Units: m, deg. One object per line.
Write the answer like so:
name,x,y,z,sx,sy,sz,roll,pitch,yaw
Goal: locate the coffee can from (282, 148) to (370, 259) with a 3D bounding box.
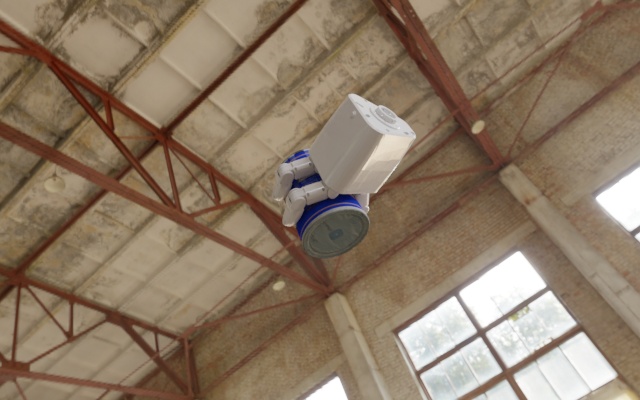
coffee can,0.000,0.003,0.726,0.103,0.103,0.140,0,43,-27
